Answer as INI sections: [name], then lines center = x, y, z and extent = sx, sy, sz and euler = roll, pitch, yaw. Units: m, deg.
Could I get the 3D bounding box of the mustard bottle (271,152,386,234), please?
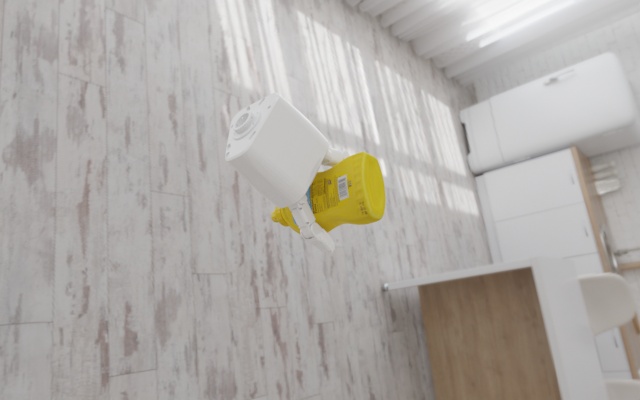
[mustard bottle]
center = 0.001, 0.002, 0.696
extent = 0.191, 0.096, 0.058
euler = -18, -21, 36
